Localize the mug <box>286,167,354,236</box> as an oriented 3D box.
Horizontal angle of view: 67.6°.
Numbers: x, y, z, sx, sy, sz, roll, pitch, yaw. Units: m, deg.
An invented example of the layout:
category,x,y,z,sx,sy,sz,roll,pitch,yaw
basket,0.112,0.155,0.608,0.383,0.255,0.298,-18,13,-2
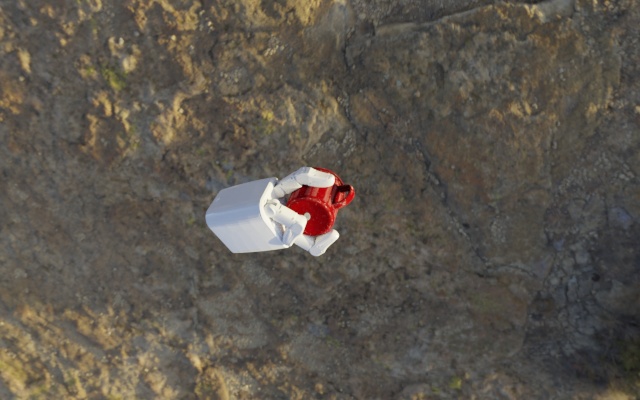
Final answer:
category,x,y,z,sx,sy,sz,roll,pitch,yaw
mug,0.001,0.003,0.789,0.117,0.093,0.081,-11,32,21
